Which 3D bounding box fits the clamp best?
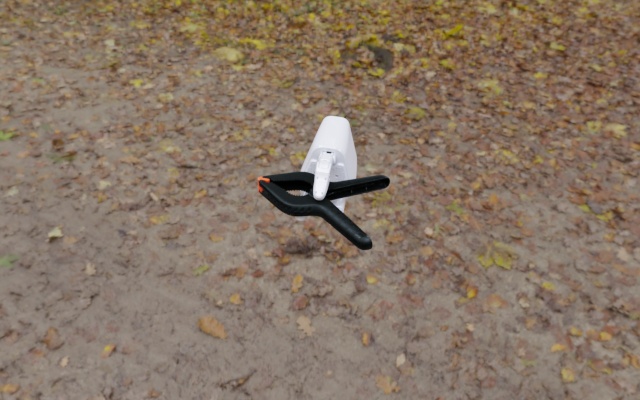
[{"bbox_3d":[0.000,0.002,0.742,0.210,0.036,0.164,8,40,5],"label":"clamp"}]
